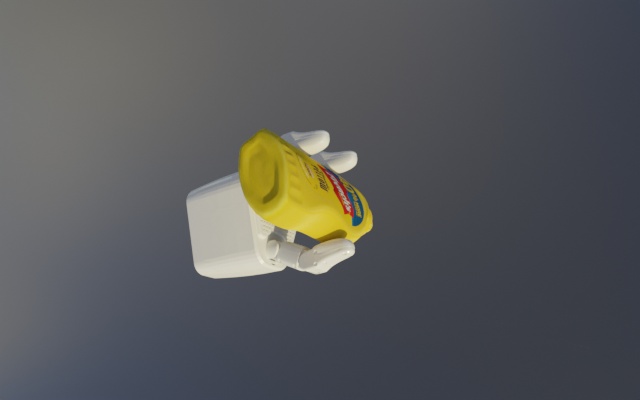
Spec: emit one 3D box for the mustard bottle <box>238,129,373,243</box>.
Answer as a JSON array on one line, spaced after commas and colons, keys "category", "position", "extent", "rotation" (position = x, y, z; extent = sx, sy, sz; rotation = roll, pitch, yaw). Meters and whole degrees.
[{"category": "mustard bottle", "position": [0.000, 0.001, 0.506], "extent": [0.058, 0.096, 0.192], "rotation": [-37, -36, 20]}]
